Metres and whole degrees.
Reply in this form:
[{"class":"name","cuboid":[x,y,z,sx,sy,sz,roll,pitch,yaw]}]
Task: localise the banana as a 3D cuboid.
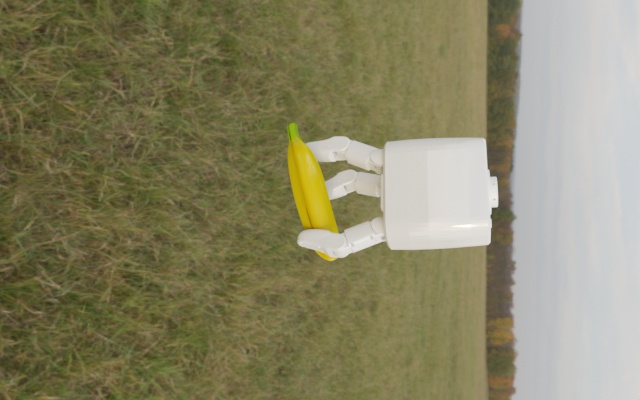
[{"class":"banana","cuboid":[-0.003,0.010,0.561,0.037,0.198,0.069,-7,33,12]}]
